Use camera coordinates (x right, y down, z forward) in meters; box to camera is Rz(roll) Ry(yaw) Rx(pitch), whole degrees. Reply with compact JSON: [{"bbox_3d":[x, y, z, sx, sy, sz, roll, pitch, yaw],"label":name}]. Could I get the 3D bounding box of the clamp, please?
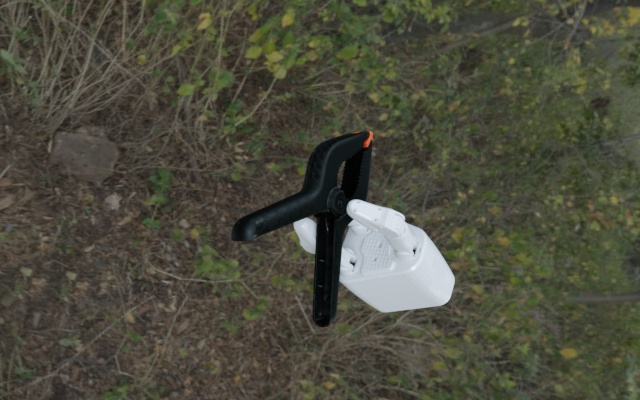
[{"bbox_3d":[0.001,0.001,0.482,0.036,0.210,0.165,3,-31,37],"label":"clamp"}]
